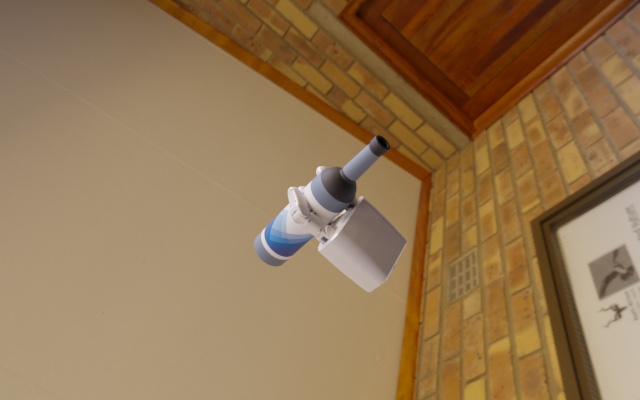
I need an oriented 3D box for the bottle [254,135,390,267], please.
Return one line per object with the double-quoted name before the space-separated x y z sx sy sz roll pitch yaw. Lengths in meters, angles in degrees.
"bottle" 0.000 0.003 0.751 0.069 0.069 0.296 0 -35 -47
